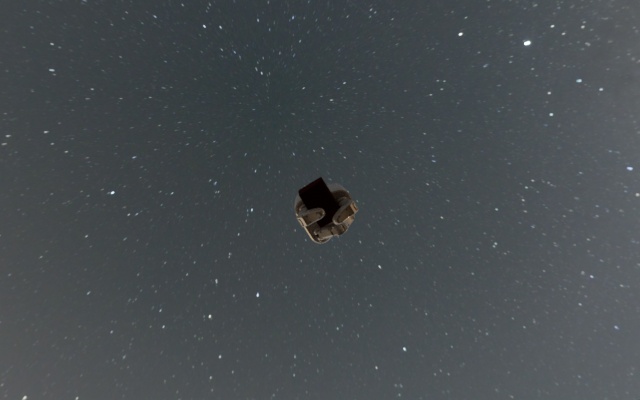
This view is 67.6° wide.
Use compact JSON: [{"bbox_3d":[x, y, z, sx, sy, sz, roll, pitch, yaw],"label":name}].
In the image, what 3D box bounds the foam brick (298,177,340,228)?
[{"bbox_3d":[0.000,0.003,0.896,0.053,0.078,0.051,-31,13,4],"label":"foam brick"}]
